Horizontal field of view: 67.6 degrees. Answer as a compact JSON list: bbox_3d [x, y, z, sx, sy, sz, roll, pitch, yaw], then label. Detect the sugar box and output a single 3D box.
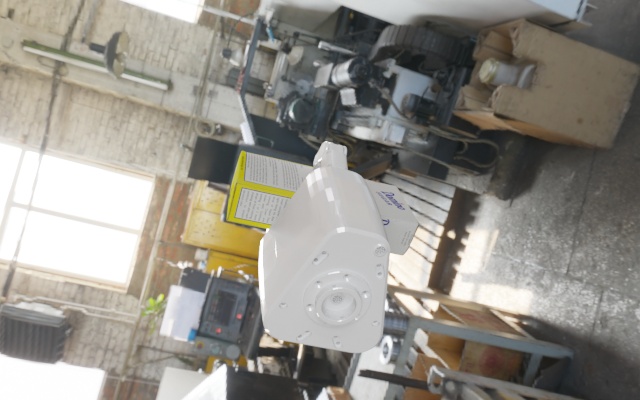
[{"bbox_3d":[0.000,0.002,0.476,0.176,0.048,0.093,15,23,-13],"label":"sugar box"}]
